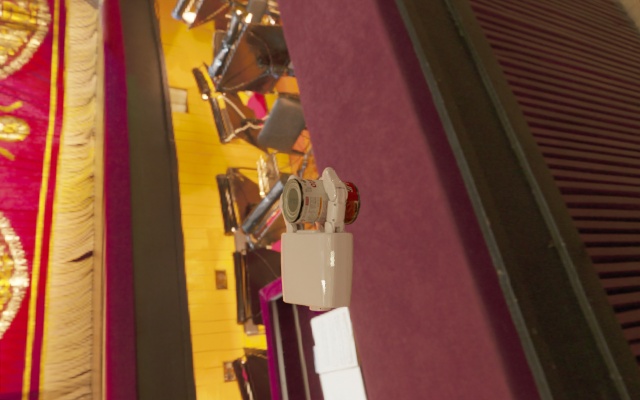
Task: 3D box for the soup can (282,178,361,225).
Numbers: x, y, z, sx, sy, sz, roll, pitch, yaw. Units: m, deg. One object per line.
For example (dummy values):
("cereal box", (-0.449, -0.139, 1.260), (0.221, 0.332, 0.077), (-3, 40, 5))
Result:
("soup can", (0.000, 0.002, 0.727), (0.102, 0.068, 0.068), (3, -1, -30))
